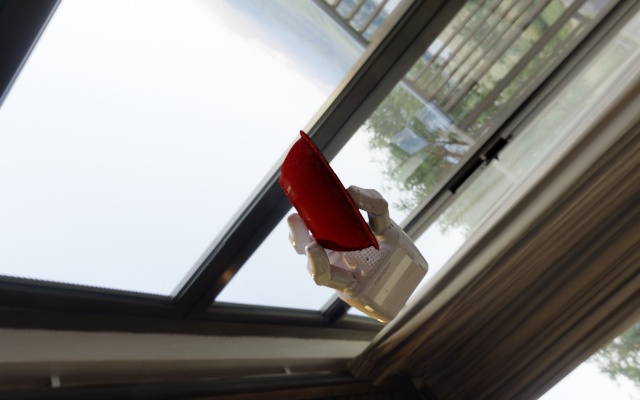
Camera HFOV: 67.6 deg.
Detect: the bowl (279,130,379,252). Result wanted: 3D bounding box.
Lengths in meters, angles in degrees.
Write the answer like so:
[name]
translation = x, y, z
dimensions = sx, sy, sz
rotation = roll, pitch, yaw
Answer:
[bowl]
translation = -0.001, 0.001, 0.541
dimensions = 0.055, 0.162, 0.162
rotation = -33, 1, -1
